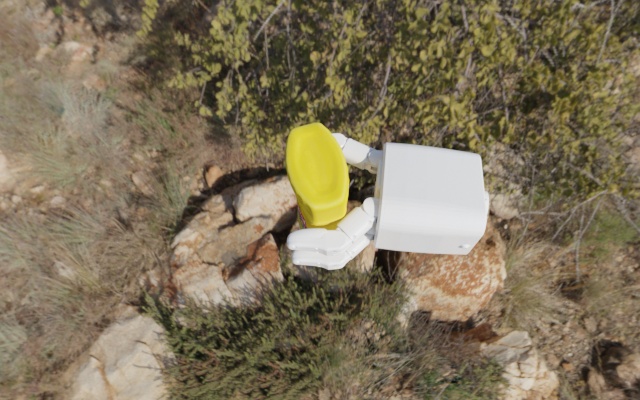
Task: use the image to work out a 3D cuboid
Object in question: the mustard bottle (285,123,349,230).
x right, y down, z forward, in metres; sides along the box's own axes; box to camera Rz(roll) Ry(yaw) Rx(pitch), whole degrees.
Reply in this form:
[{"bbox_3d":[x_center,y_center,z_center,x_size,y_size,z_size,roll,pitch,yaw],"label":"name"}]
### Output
[{"bbox_3d":[0.000,0.002,0.538,0.058,0.096,0.192,-16,-23,-4],"label":"mustard bottle"}]
